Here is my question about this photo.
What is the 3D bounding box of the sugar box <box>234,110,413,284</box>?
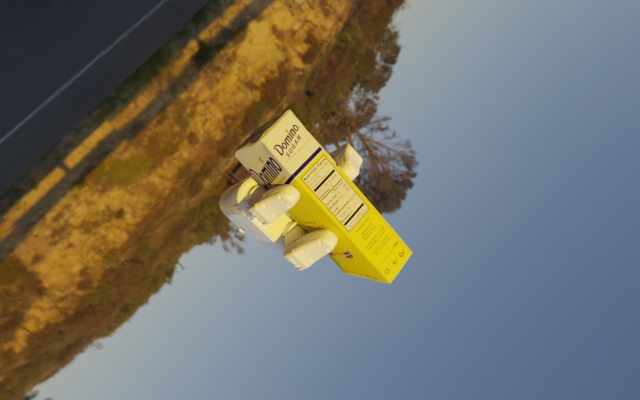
[{"bbox_3d":[0.000,0.002,0.453,0.176,0.048,0.093,45,-19,-16],"label":"sugar box"}]
